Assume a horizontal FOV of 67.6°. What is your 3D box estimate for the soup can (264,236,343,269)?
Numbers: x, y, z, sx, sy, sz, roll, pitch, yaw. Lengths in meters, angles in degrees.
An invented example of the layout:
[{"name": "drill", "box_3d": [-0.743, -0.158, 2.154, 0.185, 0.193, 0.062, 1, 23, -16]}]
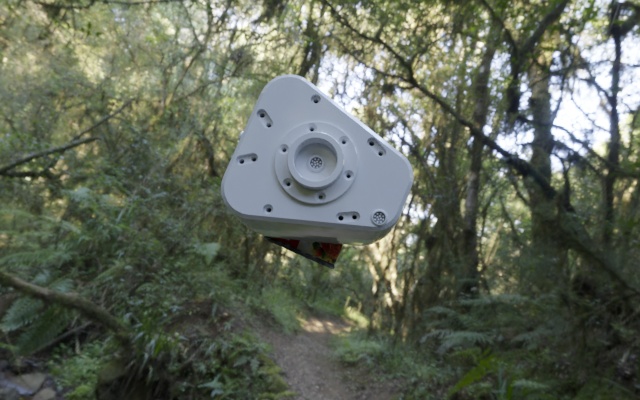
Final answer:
[{"name": "soup can", "box_3d": [0.000, 0.001, 0.431, 0.068, 0.102, 0.068, 23, -6, 3]}]
